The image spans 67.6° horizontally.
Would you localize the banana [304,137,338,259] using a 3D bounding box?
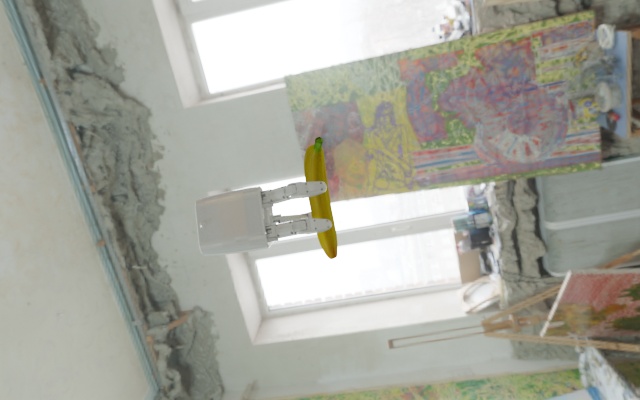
[{"bbox_3d":[-0.002,-0.005,0.775,0.037,0.198,0.069,-9,13,-2],"label":"banana"}]
